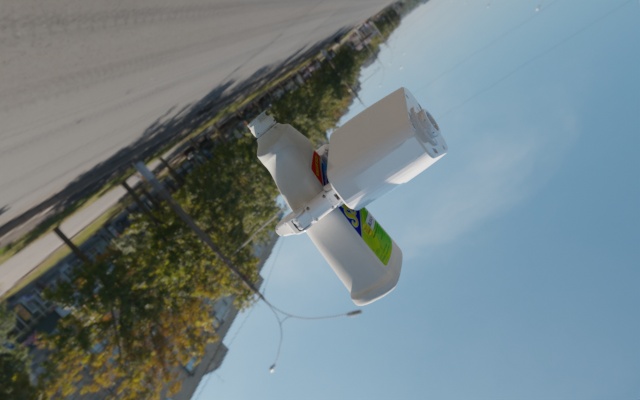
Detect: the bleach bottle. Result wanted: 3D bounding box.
[{"bbox_3d":[0.000,0.002,0.577,0.068,0.251,0.102,-33,13,27],"label":"bleach bottle"}]
